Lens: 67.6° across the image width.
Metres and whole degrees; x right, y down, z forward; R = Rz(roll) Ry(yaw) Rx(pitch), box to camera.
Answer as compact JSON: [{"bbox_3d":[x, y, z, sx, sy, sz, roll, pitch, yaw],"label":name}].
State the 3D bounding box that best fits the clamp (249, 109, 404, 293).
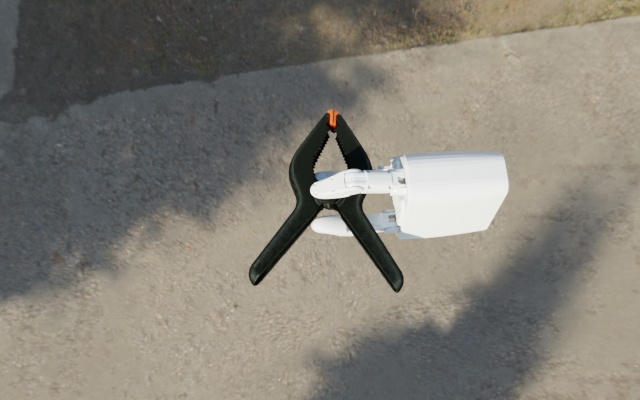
[{"bbox_3d":[0.000,0.001,0.530,0.164,0.210,0.036,-4,-15,-1],"label":"clamp"}]
